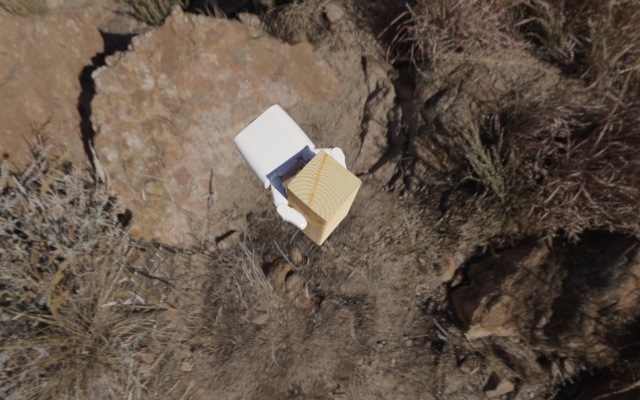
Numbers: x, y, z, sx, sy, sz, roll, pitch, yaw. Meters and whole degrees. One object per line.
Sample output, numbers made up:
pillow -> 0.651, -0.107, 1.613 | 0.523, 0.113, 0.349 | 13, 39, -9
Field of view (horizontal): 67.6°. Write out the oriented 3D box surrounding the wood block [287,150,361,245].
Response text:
wood block -> 0.000, 0.003, 0.866 | 0.090, 0.091, 0.206 | 40, -14, 8
